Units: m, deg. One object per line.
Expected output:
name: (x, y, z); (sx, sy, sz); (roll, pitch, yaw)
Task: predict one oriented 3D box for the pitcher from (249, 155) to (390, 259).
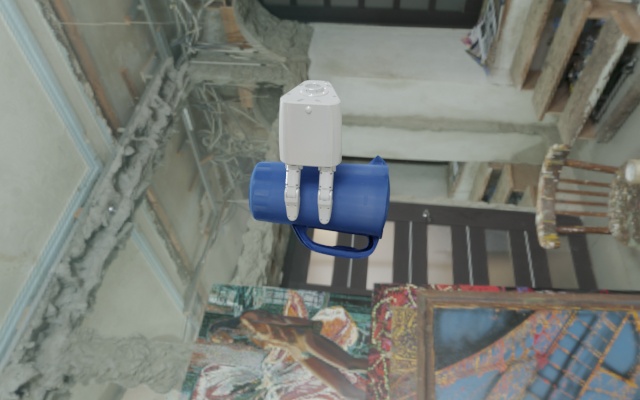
pitcher: (0.000, 0.003, 0.852); (0.243, 0.145, 0.149); (5, 35, 6)
